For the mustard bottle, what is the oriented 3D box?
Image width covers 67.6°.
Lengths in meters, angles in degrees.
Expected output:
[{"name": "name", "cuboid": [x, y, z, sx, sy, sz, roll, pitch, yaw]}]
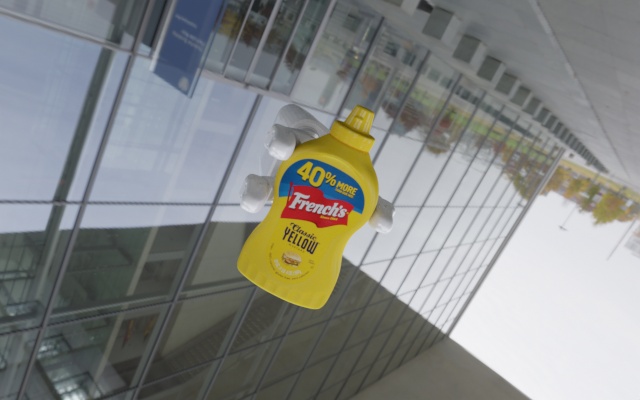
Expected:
[{"name": "mustard bottle", "cuboid": [0.000, 0.002, 0.448, 0.096, 0.192, 0.058, 27, 16, 4]}]
